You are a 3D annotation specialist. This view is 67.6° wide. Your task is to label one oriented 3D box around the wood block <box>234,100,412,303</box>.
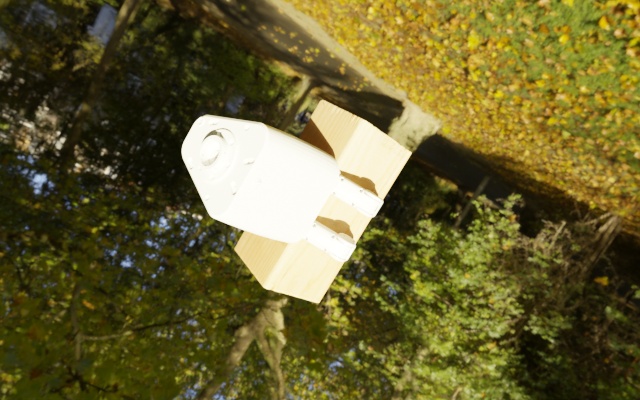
[{"bbox_3d":[0.000,0.002,0.557,0.090,0.206,0.090,25,9,-41],"label":"wood block"}]
